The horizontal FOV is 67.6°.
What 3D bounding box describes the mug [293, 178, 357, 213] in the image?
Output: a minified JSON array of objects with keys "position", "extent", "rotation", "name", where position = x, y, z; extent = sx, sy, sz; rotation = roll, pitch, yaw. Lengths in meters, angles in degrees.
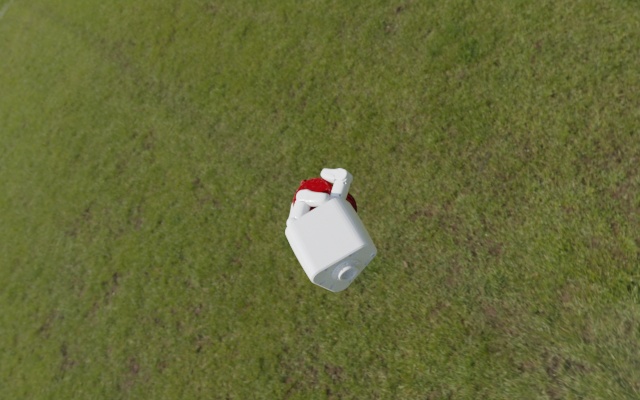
[{"position":[-0.001,0.002,0.855],"extent":[0.093,0.117,0.081],"rotation":[-42,-40,12],"name":"mug"}]
